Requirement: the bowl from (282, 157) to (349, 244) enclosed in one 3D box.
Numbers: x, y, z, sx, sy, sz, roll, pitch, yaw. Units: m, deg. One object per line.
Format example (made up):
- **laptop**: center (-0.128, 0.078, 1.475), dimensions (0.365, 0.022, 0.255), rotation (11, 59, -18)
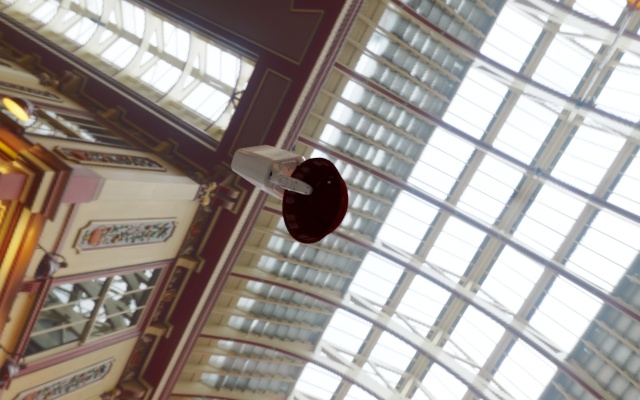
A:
- **bowl**: center (0.001, 0.004, 0.890), dimensions (0.055, 0.162, 0.162), rotation (13, -9, -43)
